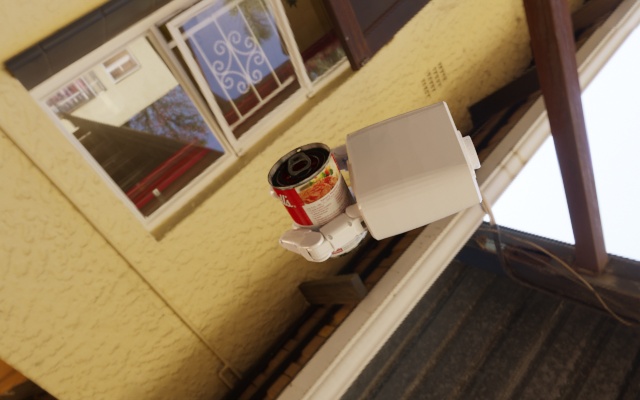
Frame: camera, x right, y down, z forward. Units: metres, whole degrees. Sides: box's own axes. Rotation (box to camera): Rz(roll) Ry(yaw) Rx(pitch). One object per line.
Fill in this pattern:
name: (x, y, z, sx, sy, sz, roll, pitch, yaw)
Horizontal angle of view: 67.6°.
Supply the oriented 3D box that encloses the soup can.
soup can: (0.000, 0.002, 0.486, 0.068, 0.102, 0.068, -21, 34, 15)
